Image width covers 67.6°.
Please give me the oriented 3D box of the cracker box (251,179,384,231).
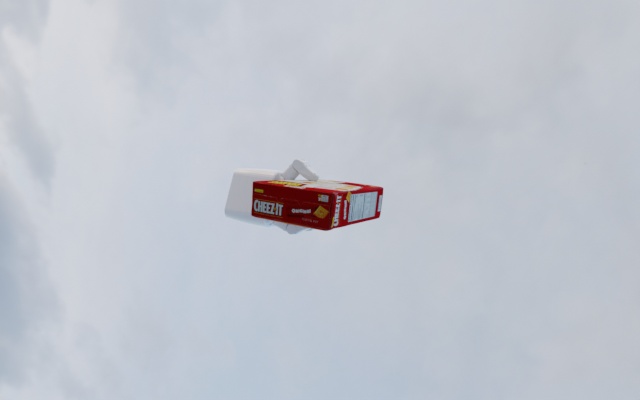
[{"bbox_3d":[0.000,0.003,0.887,0.164,0.072,0.213,8,8,29],"label":"cracker box"}]
